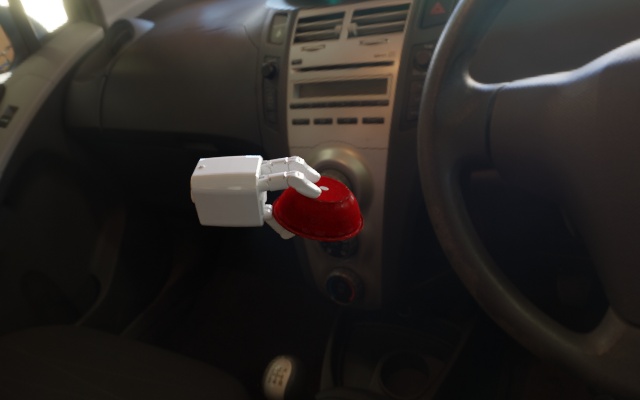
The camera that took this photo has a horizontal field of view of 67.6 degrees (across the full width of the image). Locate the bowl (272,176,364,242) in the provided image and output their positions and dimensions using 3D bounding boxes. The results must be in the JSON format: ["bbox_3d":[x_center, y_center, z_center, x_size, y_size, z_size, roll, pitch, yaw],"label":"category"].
[{"bbox_3d":[0.001,0.002,0.815,0.162,0.055,0.162,9,29,-5],"label":"bowl"}]
